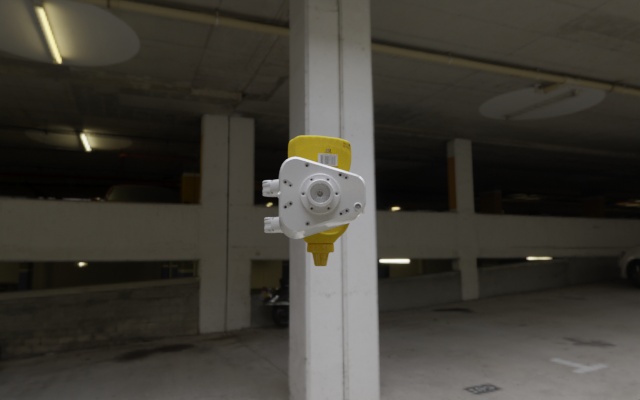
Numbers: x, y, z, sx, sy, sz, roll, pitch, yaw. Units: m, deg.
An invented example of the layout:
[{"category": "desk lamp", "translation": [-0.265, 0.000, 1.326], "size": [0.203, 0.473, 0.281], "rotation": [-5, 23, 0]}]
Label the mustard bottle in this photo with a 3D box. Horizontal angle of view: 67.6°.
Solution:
[{"category": "mustard bottle", "translation": [0.000, 0.002, 0.719], "size": [0.096, 0.191, 0.058], "rotation": [3, -7, -28]}]
